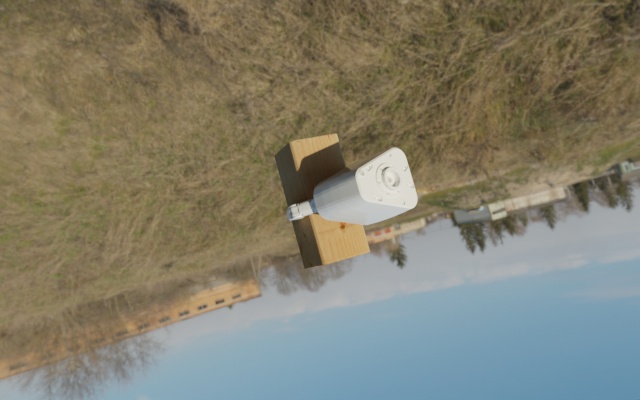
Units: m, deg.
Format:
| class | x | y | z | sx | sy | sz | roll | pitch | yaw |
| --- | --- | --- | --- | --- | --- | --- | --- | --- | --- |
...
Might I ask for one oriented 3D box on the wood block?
| class | x | y | z | sx | sy | sz | roll | pitch | yaw |
| --- | --- | --- | --- | --- | --- | --- | --- | --- | --- |
| wood block | 0.000 | 0.003 | 0.812 | 0.091 | 0.206 | 0.090 | -13 | -6 | -25 |
